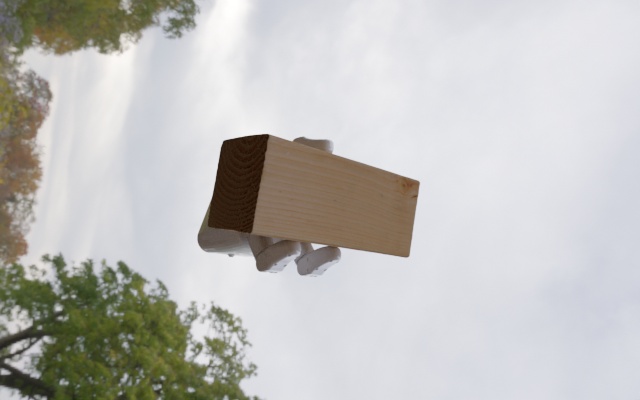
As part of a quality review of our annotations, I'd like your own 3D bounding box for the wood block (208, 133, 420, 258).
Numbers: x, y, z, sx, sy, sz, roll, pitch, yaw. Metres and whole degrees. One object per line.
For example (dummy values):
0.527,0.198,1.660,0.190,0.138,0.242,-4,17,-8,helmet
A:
0.000,0.001,0.505,0.206,0.091,0.090,12,-6,-38,wood block
